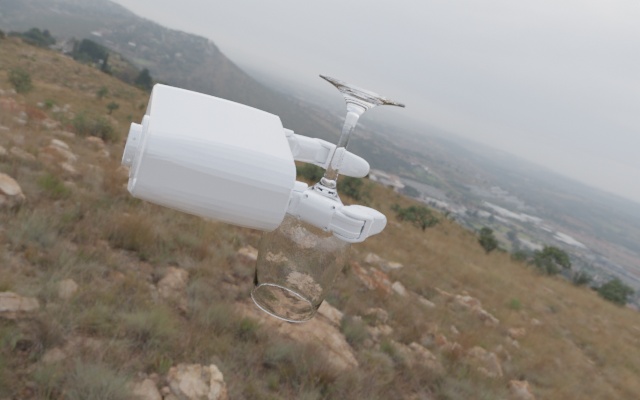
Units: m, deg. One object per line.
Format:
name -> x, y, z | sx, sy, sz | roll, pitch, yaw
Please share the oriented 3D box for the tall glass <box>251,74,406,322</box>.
tall glass -> 0.000, 0.001, 0.407 | 0.079, 0.201, 0.079 | 19, 14, -5
